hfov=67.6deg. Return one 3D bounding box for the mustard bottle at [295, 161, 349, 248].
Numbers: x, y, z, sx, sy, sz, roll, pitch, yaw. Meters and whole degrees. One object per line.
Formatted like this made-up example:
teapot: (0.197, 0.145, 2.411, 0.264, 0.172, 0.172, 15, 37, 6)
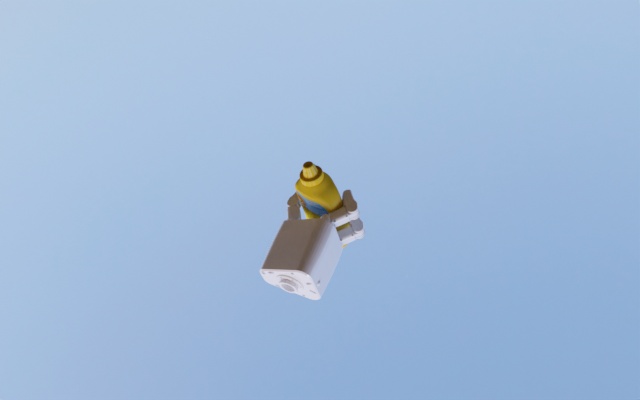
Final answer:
mustard bottle: (0.000, 0.003, 0.857, 0.058, 0.192, 0.096, -42, 51, -19)
